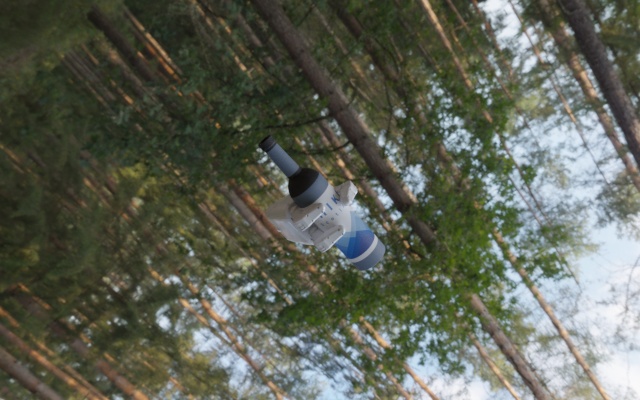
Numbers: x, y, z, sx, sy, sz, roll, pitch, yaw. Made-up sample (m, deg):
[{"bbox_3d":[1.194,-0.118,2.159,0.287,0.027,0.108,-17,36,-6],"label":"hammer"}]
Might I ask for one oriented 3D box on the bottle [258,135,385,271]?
[{"bbox_3d":[0.000,0.003,0.839,0.296,0.069,0.069,48,-20,-19],"label":"bottle"}]
